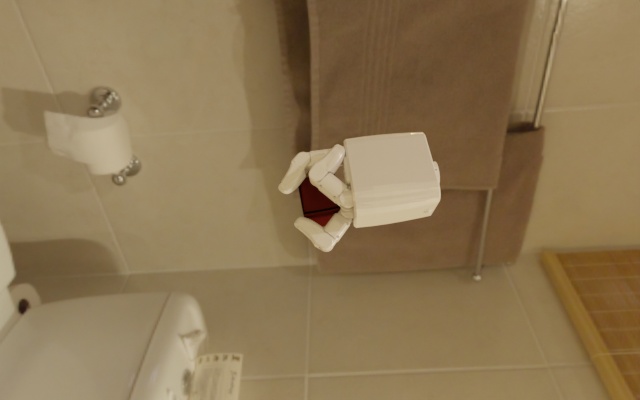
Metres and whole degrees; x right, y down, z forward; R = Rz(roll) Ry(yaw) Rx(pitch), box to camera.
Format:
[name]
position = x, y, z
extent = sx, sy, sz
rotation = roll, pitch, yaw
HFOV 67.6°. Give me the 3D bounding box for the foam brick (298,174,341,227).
[foam brick]
position = 0.000, 0.002, 0.665
extent = 0.051, 0.053, 0.078
rotation = -11, -17, 0
